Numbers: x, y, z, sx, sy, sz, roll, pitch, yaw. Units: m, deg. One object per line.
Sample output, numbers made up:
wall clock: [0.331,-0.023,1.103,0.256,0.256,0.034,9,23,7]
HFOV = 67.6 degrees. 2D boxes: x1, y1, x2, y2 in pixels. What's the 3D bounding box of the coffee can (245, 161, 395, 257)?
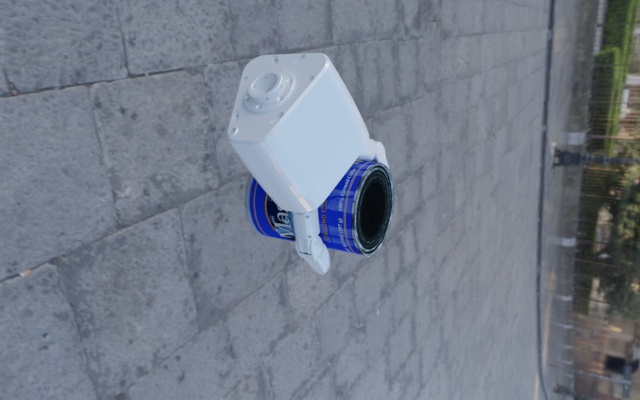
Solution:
coffee can: [0.000,0.002,0.546,0.140,0.103,0.103,8,4,30]
